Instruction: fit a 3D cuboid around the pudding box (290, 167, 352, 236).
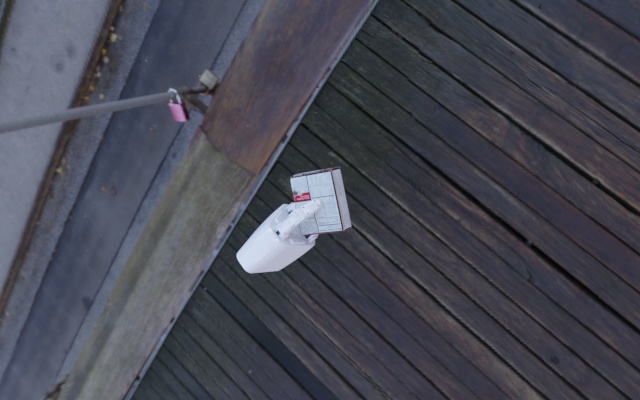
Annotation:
[{"bbox_3d":[0.000,0.003,0.850,0.090,0.113,0.039,-8,8,29],"label":"pudding box"}]
